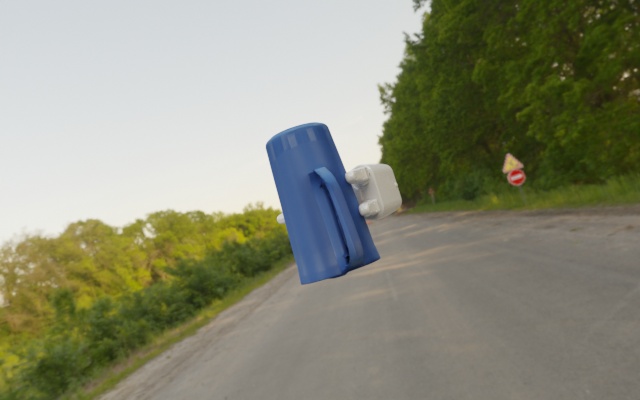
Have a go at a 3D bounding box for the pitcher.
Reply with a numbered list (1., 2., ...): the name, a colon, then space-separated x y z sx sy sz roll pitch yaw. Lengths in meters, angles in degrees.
1. pitcher: 0.000 0.002 0.757 0.149 0.243 0.145 -20 -4 30
